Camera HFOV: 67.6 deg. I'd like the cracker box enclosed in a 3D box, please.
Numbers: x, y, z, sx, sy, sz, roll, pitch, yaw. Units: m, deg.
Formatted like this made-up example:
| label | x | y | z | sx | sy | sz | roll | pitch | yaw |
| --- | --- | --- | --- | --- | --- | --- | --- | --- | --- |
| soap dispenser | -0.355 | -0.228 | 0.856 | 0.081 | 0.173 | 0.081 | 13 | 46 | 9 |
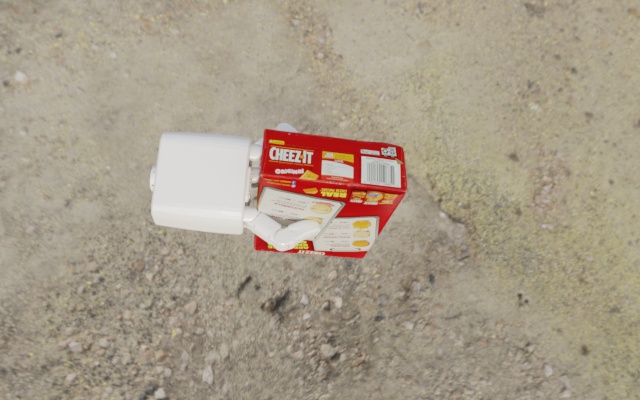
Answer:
| label | x | y | z | sx | sy | sz | roll | pitch | yaw |
| --- | --- | --- | --- | --- | --- | --- | --- | --- | --- |
| cracker box | 0.000 | 0.002 | 0.616 | 0.164 | 0.072 | 0.214 | 6 | -28 | -7 |
